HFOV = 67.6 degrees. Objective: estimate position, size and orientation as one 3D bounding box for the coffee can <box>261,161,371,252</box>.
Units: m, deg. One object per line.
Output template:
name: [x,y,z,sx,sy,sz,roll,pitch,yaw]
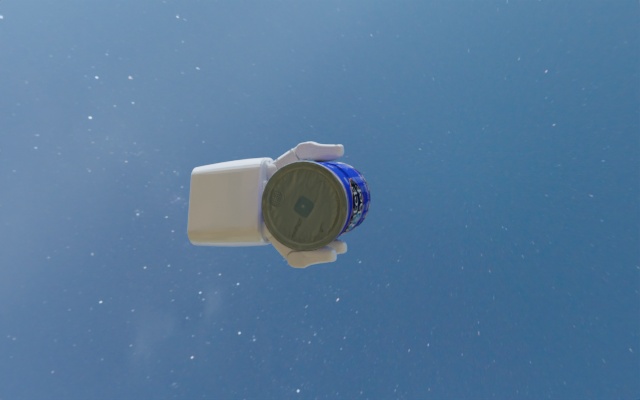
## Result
coffee can: [0.000,0.002,0.602,0.103,0.103,0.140,0,4,17]
